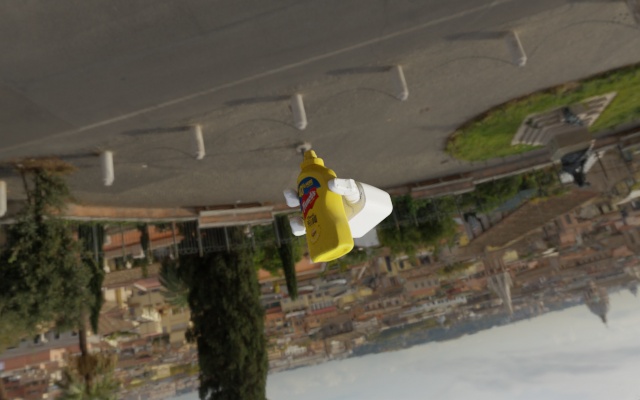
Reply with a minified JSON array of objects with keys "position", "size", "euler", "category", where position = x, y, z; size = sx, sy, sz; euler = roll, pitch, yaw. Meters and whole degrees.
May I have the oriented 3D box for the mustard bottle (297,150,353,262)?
[{"position":[0.000,0.003,0.819],"size":[0.058,0.191,0.096],"euler":[-2,-21,-29],"category":"mustard bottle"}]
